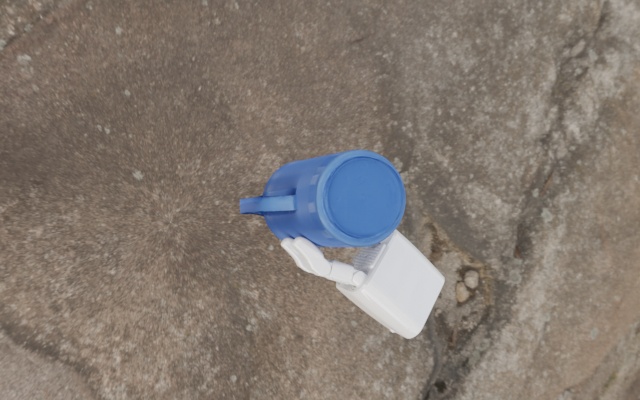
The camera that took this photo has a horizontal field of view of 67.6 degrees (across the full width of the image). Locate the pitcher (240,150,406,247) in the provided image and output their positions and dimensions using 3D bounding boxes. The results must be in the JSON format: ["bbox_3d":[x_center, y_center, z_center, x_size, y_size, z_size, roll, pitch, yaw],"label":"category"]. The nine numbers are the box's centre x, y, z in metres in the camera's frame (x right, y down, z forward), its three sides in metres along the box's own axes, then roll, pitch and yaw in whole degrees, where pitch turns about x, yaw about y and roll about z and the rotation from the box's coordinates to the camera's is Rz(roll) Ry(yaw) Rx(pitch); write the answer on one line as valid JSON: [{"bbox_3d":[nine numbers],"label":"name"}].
[{"bbox_3d":[0.000,0.002,0.626,0.145,0.149,0.243,45,-14,-11],"label":"pitcher"}]
